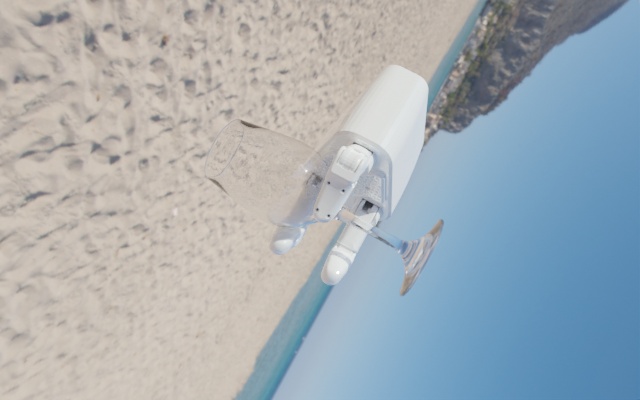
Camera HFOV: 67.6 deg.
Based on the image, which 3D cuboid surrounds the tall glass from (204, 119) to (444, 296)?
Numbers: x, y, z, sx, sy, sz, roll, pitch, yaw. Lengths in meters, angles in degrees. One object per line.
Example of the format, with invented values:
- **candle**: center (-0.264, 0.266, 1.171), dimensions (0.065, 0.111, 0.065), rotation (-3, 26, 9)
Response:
- **tall glass**: center (0.001, 0.002, 0.418), dimensions (0.201, 0.079, 0.079), rotation (28, 3, 6)
